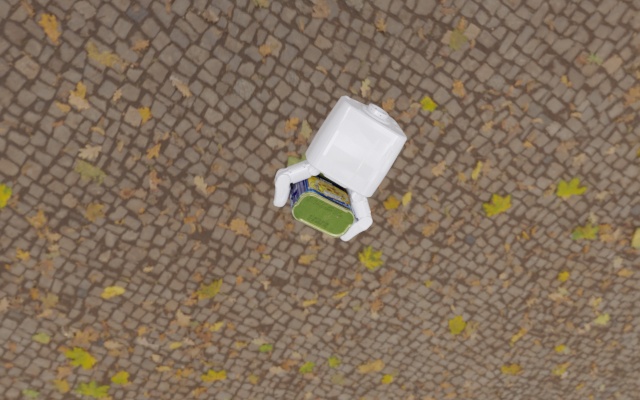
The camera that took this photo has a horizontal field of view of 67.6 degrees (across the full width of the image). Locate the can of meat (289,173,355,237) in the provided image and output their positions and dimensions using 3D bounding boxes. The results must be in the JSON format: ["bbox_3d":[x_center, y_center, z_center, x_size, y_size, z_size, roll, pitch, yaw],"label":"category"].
[{"bbox_3d":[0.000,0.003,0.743,0.102,0.057,0.084,26,23,-21],"label":"can of meat"}]
